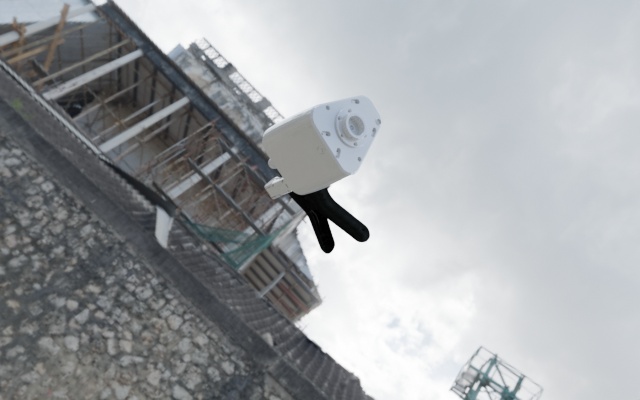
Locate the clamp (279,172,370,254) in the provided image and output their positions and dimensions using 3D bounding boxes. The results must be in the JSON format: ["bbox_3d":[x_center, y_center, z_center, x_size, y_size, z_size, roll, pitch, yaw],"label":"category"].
[{"bbox_3d":[0.000,0.002,0.680,0.039,0.171,0.120,-42,16,-35],"label":"clamp"}]
